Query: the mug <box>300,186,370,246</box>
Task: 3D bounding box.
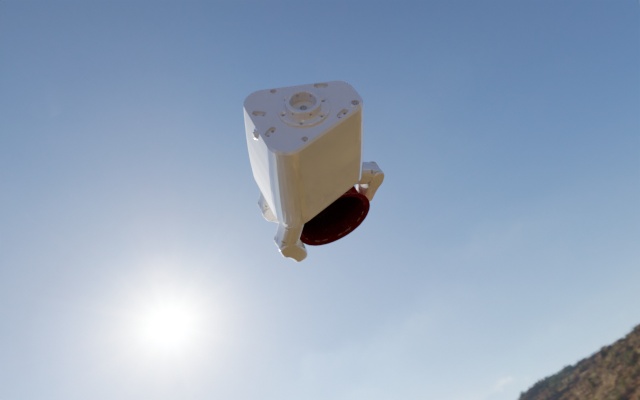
[{"bbox_3d":[0.000,0.003,0.587,0.093,0.081,0.117,-20,-34,-14],"label":"mug"}]
